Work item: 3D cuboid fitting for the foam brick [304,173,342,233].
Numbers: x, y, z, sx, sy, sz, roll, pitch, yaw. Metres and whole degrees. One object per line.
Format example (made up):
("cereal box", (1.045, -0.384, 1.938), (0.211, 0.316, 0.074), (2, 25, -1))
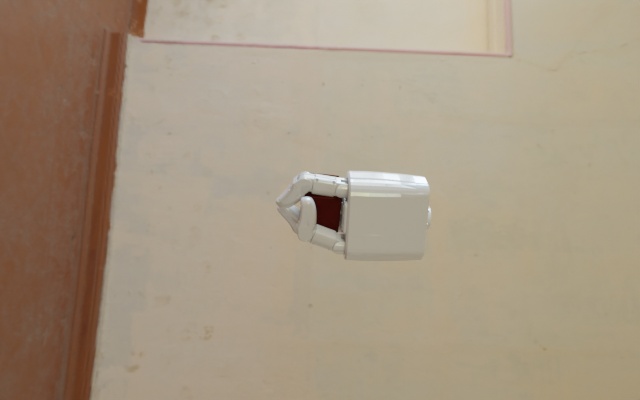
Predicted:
("foam brick", (0.000, 0.002, 0.662), (0.051, 0.053, 0.078), (3, 29, -3))
